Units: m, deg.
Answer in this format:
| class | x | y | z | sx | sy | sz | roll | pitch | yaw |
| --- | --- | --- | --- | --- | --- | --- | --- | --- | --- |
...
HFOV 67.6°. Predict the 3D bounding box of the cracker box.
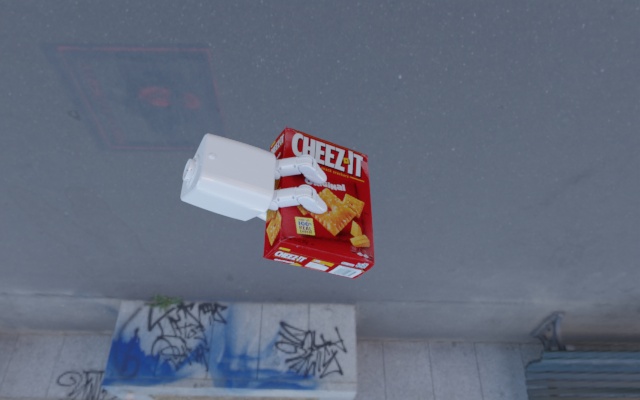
| class | x | y | z | sx | sy | sz | roll | pitch | yaw |
| --- | --- | --- | --- | --- | --- | --- | --- | --- | --- |
| cracker box | 0.000 | 0.003 | 0.766 | 0.164 | 0.213 | 0.072 | 17 | -36 | -24 |
